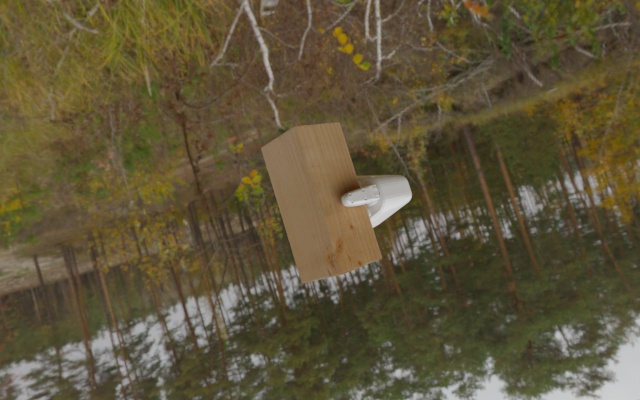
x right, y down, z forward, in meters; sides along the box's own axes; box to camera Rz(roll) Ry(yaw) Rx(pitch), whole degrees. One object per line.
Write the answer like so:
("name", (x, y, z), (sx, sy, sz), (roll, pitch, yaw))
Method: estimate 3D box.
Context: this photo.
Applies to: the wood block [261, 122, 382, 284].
("wood block", (0.001, 0.002, 0.685), (0.090, 0.206, 0.091), (-14, -6, -41))
